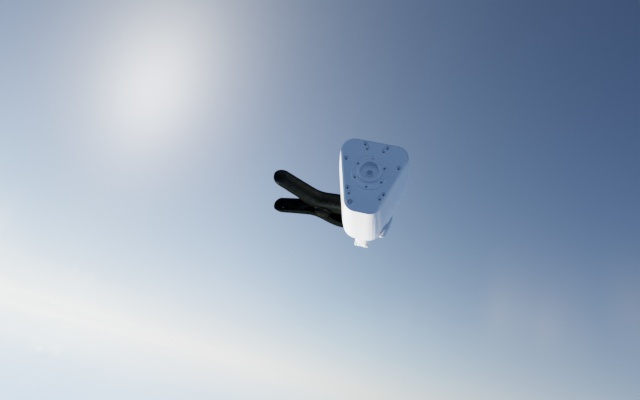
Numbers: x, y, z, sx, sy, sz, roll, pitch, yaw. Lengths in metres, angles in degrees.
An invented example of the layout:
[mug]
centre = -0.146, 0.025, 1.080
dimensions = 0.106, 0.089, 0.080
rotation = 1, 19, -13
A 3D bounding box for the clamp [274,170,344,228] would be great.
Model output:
[clamp]
centre = 0.000, 0.003, 0.749
dimensions = 0.171, 0.039, 0.120
rotation = 12, -20, 10
